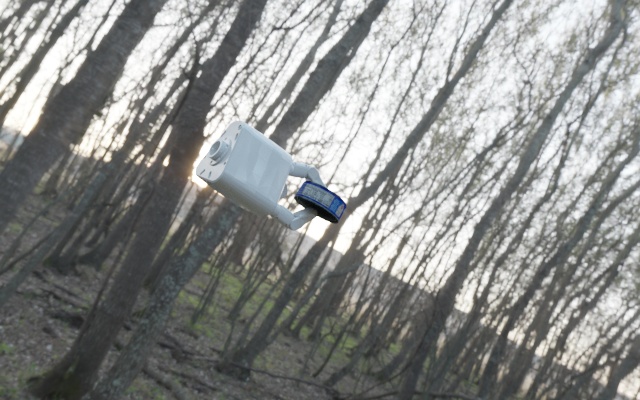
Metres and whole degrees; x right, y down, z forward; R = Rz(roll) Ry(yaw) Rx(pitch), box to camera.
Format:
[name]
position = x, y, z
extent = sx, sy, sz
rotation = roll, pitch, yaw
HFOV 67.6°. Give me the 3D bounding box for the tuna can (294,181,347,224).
[tuna can]
position = 0.000, 0.002, 0.801
extent = 0.086, 0.033, 0.086
rotation = 29, -13, 7
